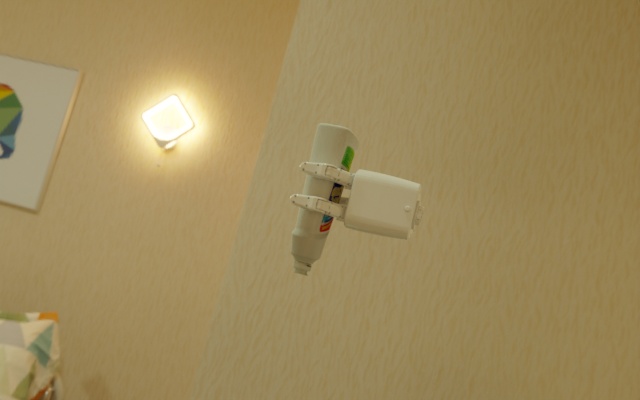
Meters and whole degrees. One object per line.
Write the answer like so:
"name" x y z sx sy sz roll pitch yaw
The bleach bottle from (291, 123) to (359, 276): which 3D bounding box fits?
"bleach bottle" 0.000 0.003 0.814 0.068 0.251 0.102 13 -7 17
